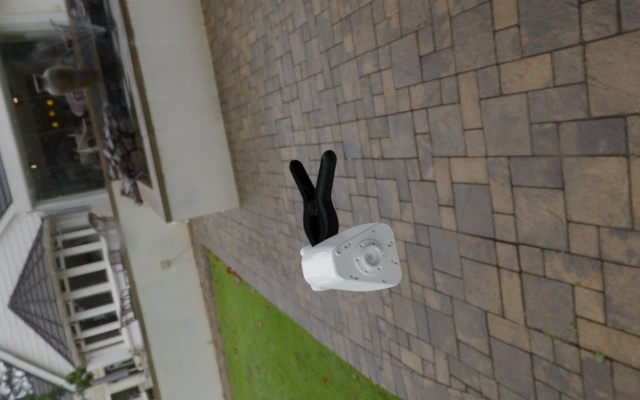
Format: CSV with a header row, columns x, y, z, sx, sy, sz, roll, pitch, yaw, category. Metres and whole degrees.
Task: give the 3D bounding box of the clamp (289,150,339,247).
x,y,z,sx,sy,sz,roll,pitch,yaw,category
0.000,0.003,0.761,0.039,0.171,0.120,-12,-6,-28,clamp
